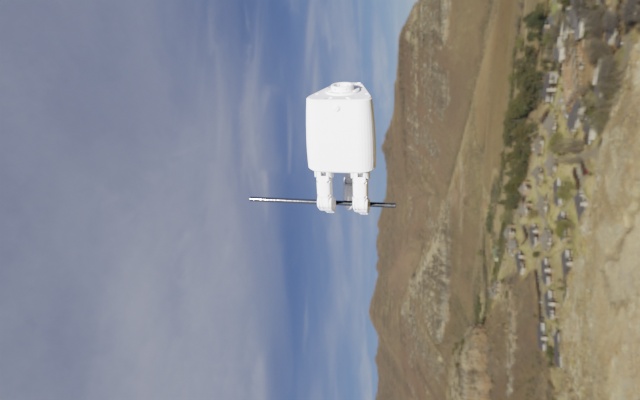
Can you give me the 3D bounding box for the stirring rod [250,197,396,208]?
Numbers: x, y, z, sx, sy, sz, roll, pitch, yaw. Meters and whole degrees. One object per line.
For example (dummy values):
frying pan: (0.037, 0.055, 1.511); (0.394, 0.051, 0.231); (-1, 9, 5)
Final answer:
stirring rod: (0.000, 0.002, 0.773); (0.239, 0.011, 0.011); (3, 0, 13)
